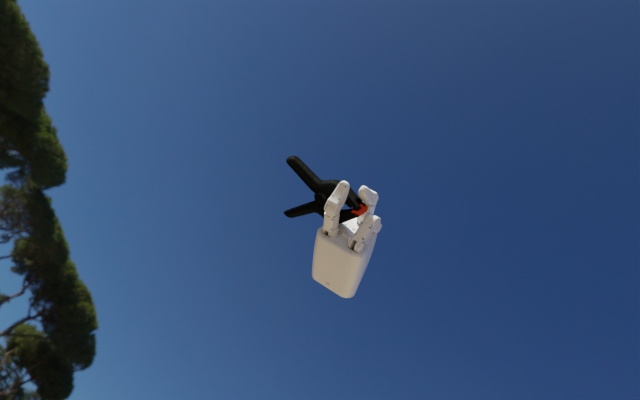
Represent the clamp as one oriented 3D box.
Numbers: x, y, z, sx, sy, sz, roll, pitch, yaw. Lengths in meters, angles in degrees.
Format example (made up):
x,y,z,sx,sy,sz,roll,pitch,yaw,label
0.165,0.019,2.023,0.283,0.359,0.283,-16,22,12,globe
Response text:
x,y,z,sx,sy,sz,roll,pitch,yaw,label
0.001,0.003,0.853,0.171,0.120,0.039,29,38,26,clamp
